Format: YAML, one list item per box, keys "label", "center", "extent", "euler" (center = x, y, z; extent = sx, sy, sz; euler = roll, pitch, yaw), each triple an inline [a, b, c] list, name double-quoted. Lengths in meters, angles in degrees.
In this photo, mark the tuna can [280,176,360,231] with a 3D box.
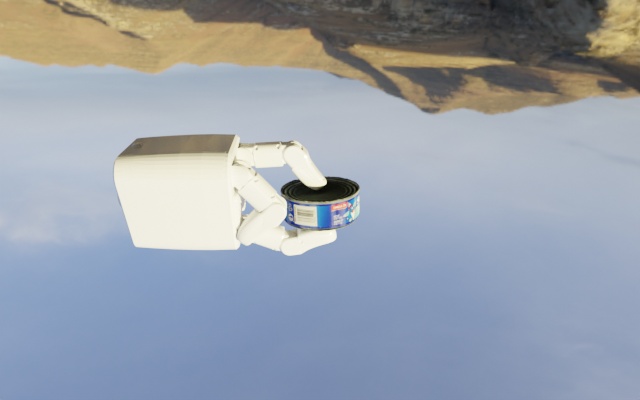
- label: "tuna can"
  center: [0.000, 0.002, 0.521]
  extent: [0.086, 0.034, 0.086]
  euler: [-2, 21, 1]
